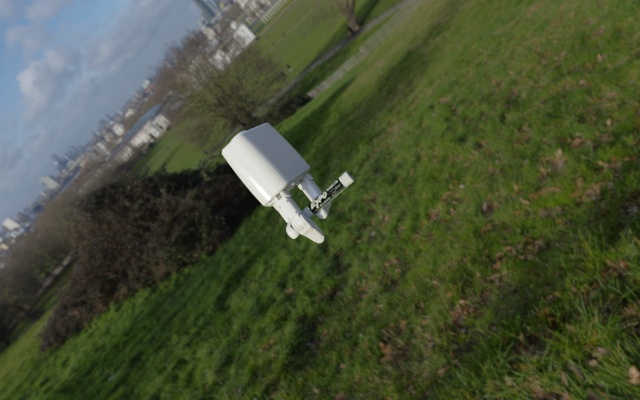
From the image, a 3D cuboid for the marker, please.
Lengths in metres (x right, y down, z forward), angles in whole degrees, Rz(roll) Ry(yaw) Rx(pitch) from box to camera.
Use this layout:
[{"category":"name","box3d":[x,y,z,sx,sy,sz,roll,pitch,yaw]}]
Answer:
[{"category":"marker","box3d":[0.000,0.002,0.724,0.121,0.020,0.020,-41,-11,13]}]
